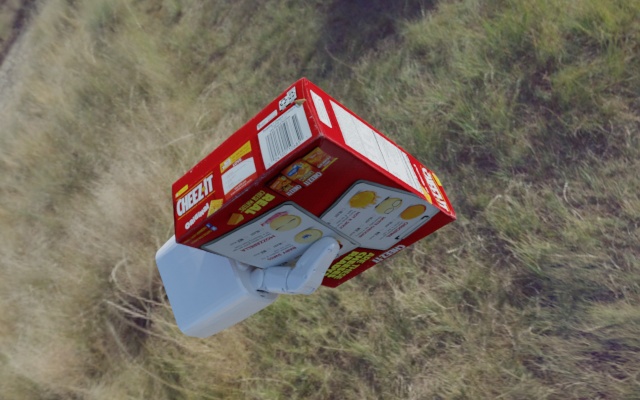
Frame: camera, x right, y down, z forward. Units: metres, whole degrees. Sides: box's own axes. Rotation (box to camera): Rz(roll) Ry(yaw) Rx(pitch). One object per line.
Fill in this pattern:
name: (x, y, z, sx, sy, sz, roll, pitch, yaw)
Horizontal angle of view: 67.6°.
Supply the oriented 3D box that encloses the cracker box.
cracker box: (0.000, 0.002, 0.445, 0.164, 0.072, 0.214, -34, -37, 27)
